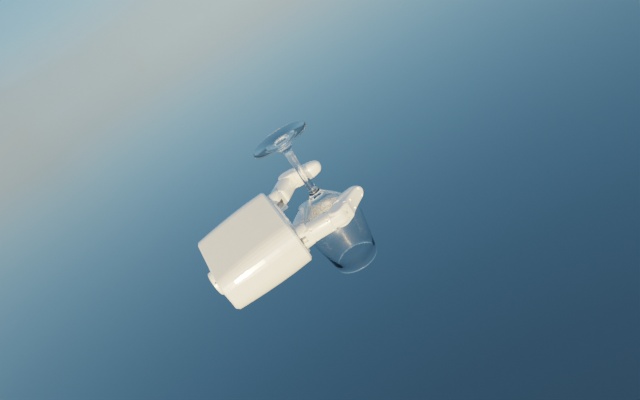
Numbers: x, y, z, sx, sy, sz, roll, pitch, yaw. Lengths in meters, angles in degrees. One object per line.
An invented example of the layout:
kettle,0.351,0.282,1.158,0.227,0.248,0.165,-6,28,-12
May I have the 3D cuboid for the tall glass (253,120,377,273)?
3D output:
tall glass,0.000,0.001,0.610,0.079,0.201,0.079,-27,25,14
